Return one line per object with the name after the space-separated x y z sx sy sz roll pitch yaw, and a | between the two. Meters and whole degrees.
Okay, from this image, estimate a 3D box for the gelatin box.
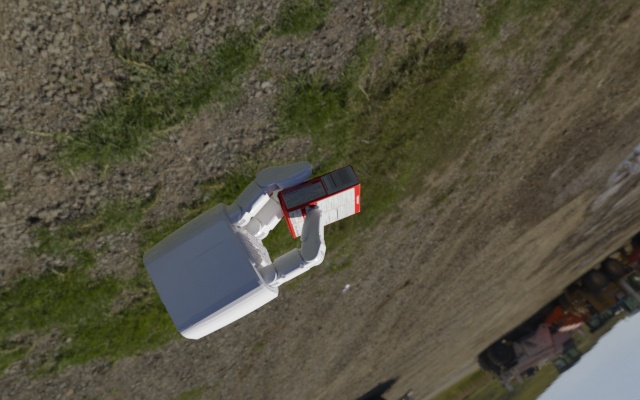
0.001 0.002 0.544 0.089 0.030 0.073 -21 -26 -5 | gelatin box
